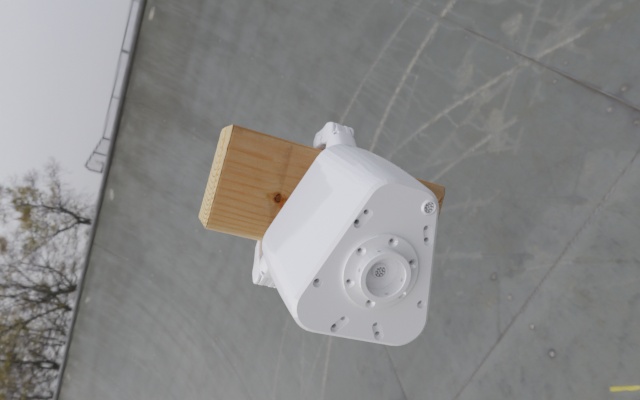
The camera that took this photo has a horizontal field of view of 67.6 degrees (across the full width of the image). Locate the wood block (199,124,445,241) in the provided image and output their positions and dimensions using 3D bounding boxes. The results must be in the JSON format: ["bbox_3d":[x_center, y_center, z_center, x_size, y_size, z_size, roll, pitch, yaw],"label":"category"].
[{"bbox_3d":[0.000,0.001,0.457,0.206,0.091,0.090,15,0,-19],"label":"wood block"}]
